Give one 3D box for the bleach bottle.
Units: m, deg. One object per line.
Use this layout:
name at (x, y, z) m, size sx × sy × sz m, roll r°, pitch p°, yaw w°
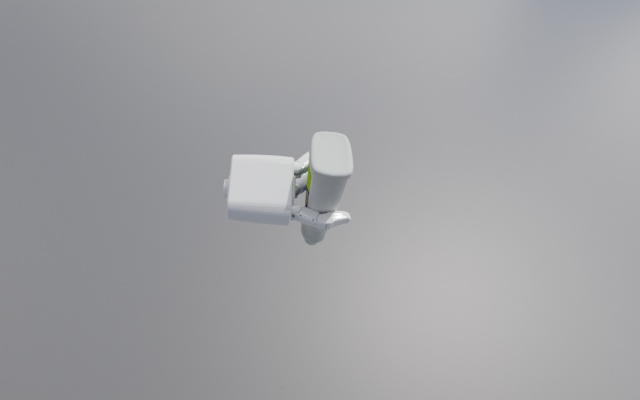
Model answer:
bleach bottle at (0.000, 0.003, 0.839) m, size 0.068 × 0.102 × 0.251 m, roll 4°, pitch -40°, yaw -7°
